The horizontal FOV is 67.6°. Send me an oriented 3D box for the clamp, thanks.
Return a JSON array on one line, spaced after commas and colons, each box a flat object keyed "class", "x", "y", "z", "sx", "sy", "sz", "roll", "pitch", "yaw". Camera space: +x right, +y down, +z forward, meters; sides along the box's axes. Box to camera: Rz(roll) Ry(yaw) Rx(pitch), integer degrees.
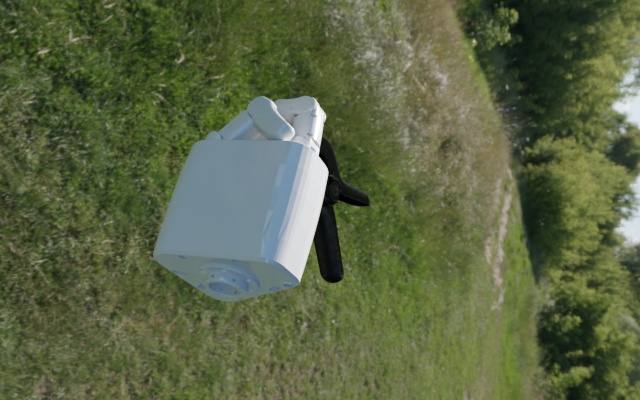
[{"class": "clamp", "x": 0.001, "y": 0.001, "z": 0.480, "sx": 0.039, "sy": 0.120, "sz": 0.171, "roll": -8, "pitch": -38, "yaw": 29}]
